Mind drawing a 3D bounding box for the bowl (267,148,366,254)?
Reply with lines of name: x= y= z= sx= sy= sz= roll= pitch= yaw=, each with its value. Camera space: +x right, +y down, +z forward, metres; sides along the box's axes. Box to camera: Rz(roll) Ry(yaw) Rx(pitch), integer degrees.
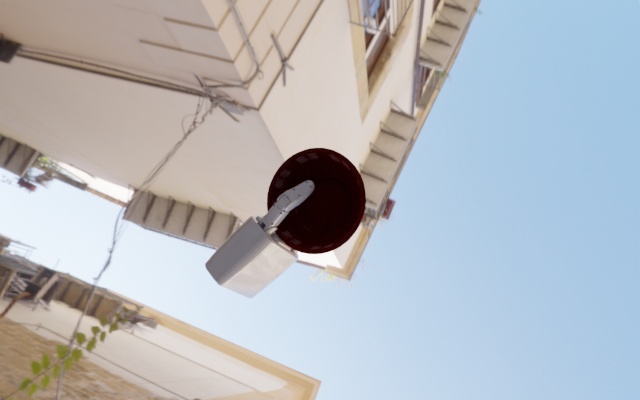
bowl: x=0.001 y=0.002 z=0.739 sx=0.162 sy=0.162 sz=0.055 roll=0 pitch=-5 yaw=23
